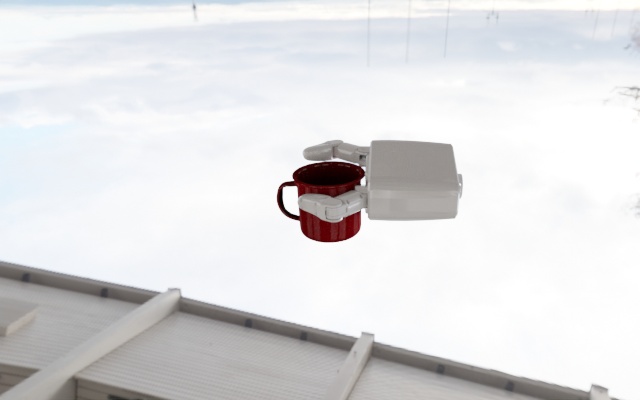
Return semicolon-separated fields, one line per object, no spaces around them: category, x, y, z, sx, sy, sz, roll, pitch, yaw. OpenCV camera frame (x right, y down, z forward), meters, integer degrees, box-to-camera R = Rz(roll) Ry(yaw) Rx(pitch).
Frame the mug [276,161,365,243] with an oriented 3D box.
mug;-0.001;0.002;0.618;0.117;0.081;0.093;1;24;8
